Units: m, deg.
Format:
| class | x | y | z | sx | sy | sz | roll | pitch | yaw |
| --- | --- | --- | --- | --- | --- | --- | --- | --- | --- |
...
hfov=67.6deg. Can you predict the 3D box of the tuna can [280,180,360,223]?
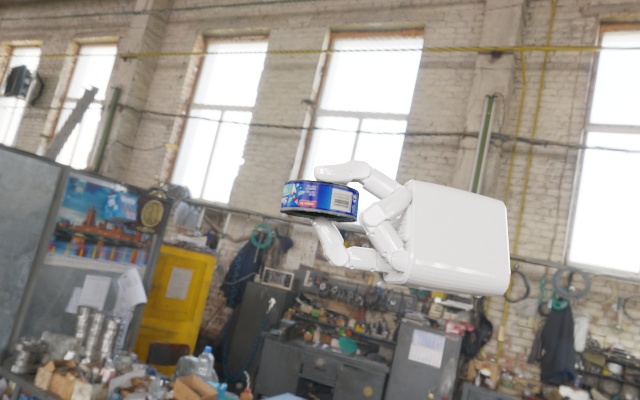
| class | x | y | z | sx | sy | sz | roll | pitch | yaw |
| --- | --- | --- | --- | --- | --- | --- | --- | --- | --- |
| tuna can | 0.000 | 0.001 | 0.526 | 0.086 | 0.033 | 0.086 | 7 | -8 | 1 |
